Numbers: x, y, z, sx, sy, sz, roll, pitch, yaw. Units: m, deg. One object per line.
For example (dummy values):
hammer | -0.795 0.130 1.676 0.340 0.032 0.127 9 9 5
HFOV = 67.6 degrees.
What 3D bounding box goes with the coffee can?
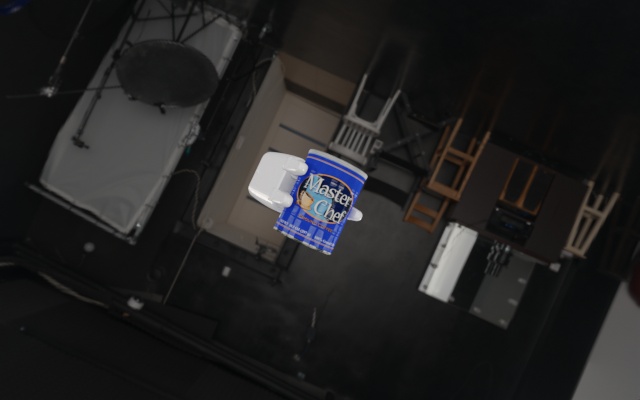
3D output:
coffee can | 0.000 0.002 0.767 0.103 0.140 0.103 25 -2 1
